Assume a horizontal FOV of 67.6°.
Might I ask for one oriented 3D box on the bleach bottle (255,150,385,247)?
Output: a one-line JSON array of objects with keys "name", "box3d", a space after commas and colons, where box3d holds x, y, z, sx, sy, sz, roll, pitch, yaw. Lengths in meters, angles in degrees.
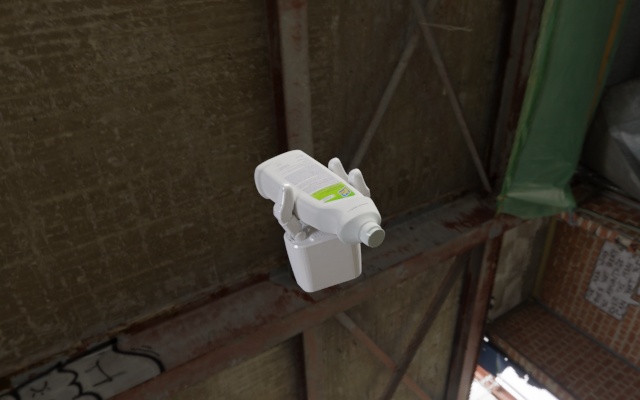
[{"name": "bleach bottle", "box3d": [0.000, 0.002, 0.724, 0.102, 0.068, 0.250, -27, 38, -22]}]
